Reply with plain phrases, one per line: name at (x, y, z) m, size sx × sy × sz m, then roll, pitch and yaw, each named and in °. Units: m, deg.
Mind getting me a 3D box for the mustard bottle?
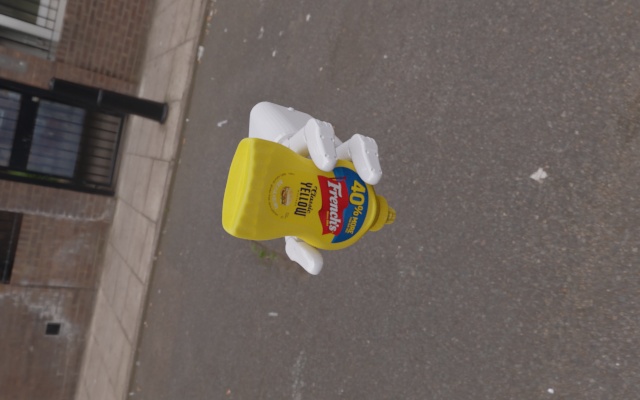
mustard bottle at (0.000, 0.002, 0.497) m, size 0.191 × 0.096 × 0.058 m, roll 11°, pitch 0°, yaw -31°
